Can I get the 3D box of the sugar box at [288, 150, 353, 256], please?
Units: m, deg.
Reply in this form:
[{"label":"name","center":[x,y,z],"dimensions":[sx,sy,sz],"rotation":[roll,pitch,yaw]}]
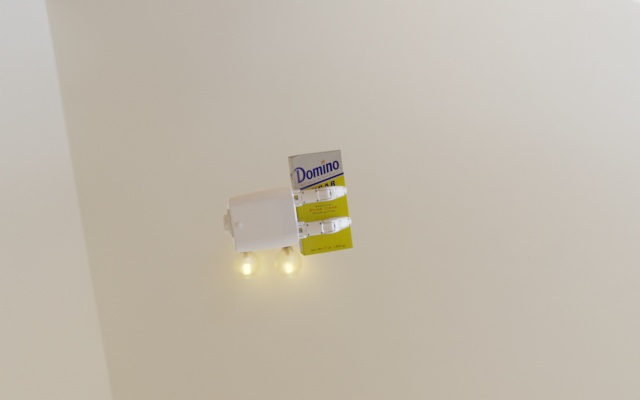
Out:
[{"label":"sugar box","center":[0.000,0.003,0.846],"dimensions":[0.093,0.176,0.048],"rotation":[-9,5,-11]}]
